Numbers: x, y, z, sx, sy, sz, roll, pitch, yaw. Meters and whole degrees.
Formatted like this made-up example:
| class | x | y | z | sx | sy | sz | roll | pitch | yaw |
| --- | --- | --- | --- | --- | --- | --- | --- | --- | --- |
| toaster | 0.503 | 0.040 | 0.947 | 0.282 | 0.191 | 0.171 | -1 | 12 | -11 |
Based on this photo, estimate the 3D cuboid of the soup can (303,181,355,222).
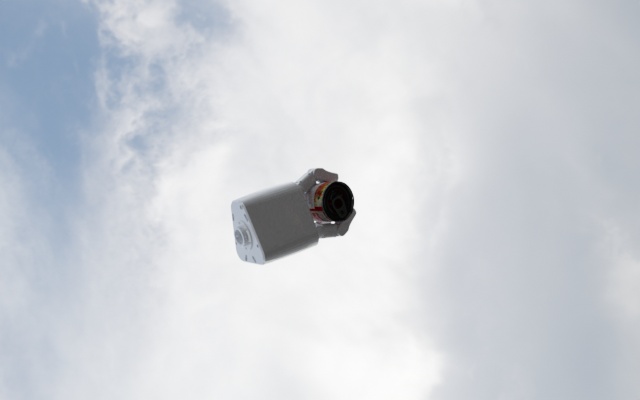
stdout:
| class | x | y | z | sx | sy | sz | roll | pitch | yaw |
| --- | --- | --- | --- | --- | --- | --- | --- | --- | --- |
| soup can | 0.000 | 0.002 | 0.819 | 0.068 | 0.068 | 0.102 | 0 | -1 | -36 |
